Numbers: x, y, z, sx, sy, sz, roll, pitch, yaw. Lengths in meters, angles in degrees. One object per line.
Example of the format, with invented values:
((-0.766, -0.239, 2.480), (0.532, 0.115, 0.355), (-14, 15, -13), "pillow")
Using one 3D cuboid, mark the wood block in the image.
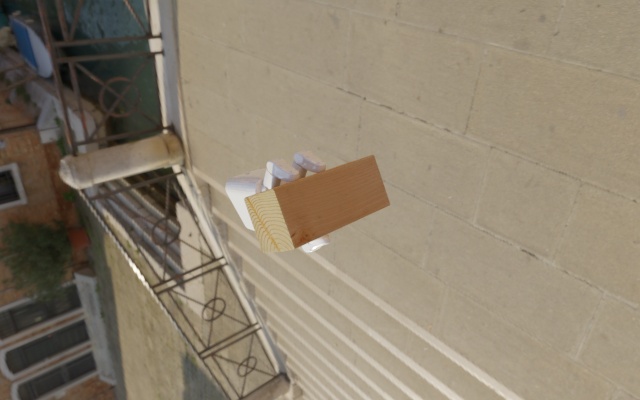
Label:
((0.000, 0.003, 0.747), (0.206, 0.091, 0.090), (-22, 5, -38), "wood block")
